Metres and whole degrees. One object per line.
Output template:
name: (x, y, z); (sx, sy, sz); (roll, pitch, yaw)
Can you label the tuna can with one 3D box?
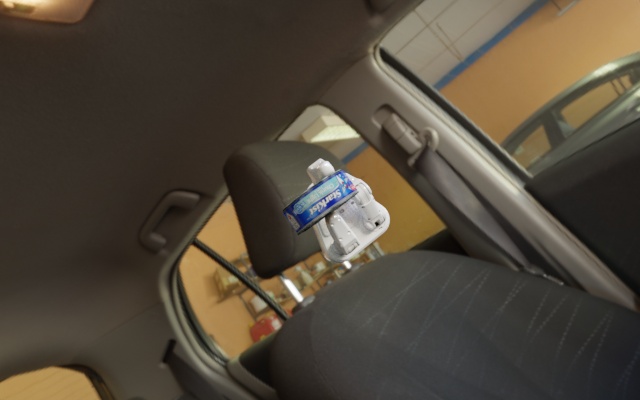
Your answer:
tuna can: (0.000, 0.001, 0.545); (0.086, 0.034, 0.086); (-35, -4, -2)
